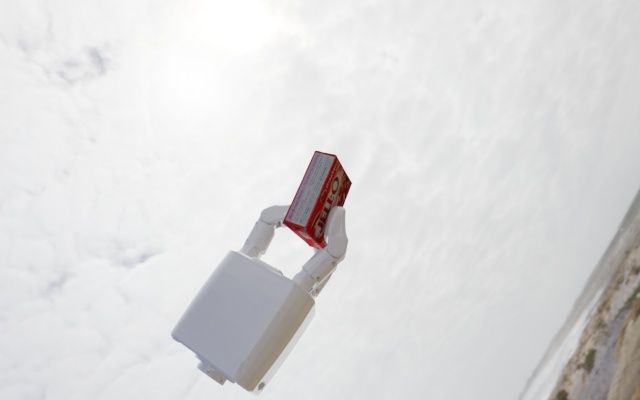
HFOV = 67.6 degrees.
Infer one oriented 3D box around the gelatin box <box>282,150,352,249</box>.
[{"bbox_3d":[0.000,0.001,0.520,0.030,0.089,0.073,16,-15,23],"label":"gelatin box"}]
